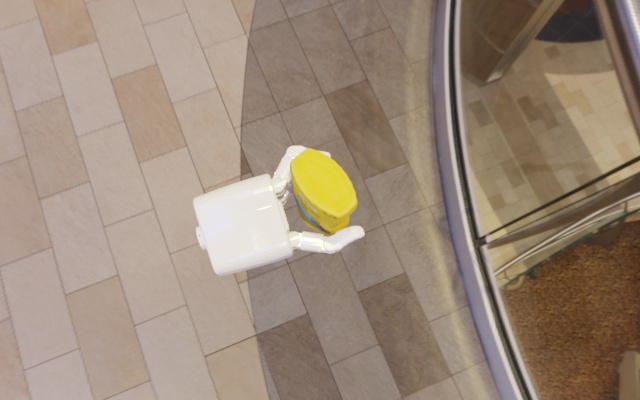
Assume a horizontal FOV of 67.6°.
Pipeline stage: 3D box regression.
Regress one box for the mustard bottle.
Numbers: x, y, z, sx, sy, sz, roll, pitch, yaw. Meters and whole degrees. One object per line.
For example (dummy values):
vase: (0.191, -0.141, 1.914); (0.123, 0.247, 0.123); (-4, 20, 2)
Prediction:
mustard bottle: (0.000, 0.002, 0.659); (0.058, 0.096, 0.192); (-41, -10, -12)
